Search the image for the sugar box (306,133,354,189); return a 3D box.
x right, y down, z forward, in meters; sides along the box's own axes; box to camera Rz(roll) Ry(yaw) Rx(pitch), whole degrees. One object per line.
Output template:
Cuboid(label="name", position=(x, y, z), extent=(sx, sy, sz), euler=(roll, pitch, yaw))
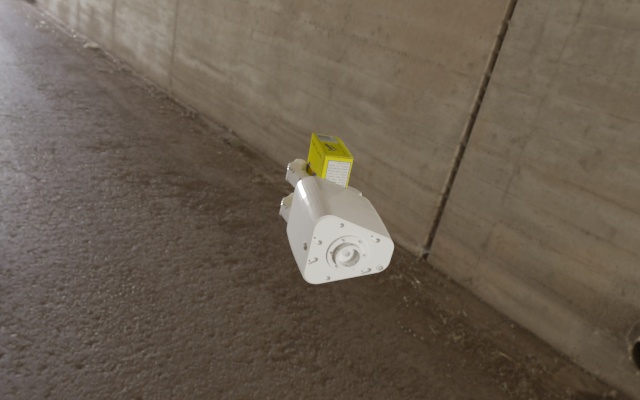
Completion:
Cuboid(label="sugar box", position=(0.000, 0.002, 0.683), extent=(0.048, 0.176, 0.093), euler=(6, 24, -15))
